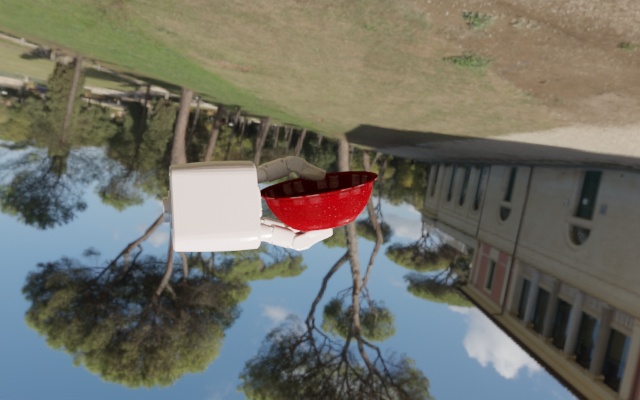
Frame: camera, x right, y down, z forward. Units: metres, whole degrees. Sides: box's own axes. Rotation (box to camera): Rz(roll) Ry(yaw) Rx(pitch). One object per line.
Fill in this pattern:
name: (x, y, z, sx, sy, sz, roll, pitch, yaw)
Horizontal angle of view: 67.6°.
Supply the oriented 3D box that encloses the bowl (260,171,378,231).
bowl: (0.001, 0.002, 0.642, 0.162, 0.055, 0.162, -9, 11, 2)
